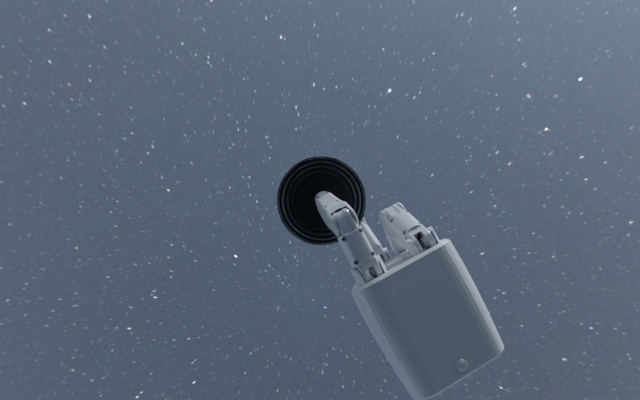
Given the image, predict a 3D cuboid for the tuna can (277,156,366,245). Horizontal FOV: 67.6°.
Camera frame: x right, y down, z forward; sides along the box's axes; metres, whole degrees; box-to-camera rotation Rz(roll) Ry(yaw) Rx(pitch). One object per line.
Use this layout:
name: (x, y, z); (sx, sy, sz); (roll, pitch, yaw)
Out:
tuna can: (0.000, 0.002, 0.473); (0.086, 0.086, 0.034); (0, -7, -5)
